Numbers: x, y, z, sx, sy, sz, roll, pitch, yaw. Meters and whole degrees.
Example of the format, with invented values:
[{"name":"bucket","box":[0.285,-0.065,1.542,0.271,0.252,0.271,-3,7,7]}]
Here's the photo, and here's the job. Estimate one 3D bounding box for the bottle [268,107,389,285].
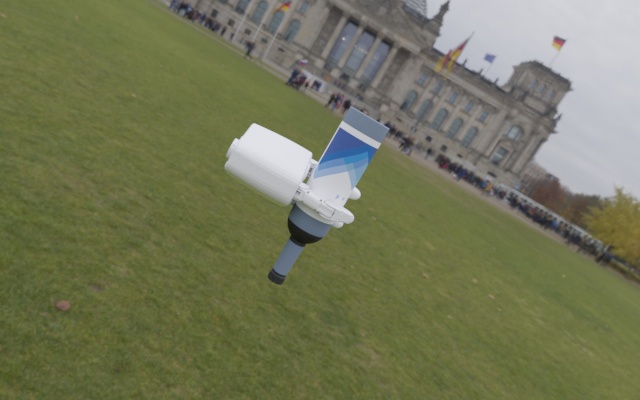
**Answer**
[{"name":"bottle","box":[0.000,0.002,0.731,0.069,0.296,0.069,29,12,-7]}]
